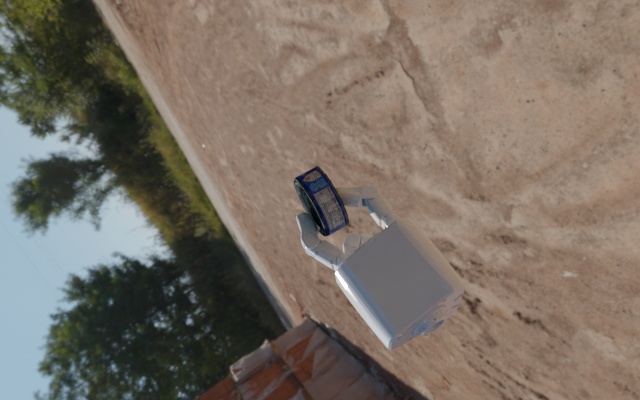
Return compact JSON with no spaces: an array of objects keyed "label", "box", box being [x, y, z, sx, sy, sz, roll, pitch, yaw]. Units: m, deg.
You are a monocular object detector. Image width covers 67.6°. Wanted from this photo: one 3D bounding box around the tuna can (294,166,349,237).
[{"label":"tuna can","box":[0.000,0.002,0.603,0.034,0.086,0.086,-28,5,-10]}]
